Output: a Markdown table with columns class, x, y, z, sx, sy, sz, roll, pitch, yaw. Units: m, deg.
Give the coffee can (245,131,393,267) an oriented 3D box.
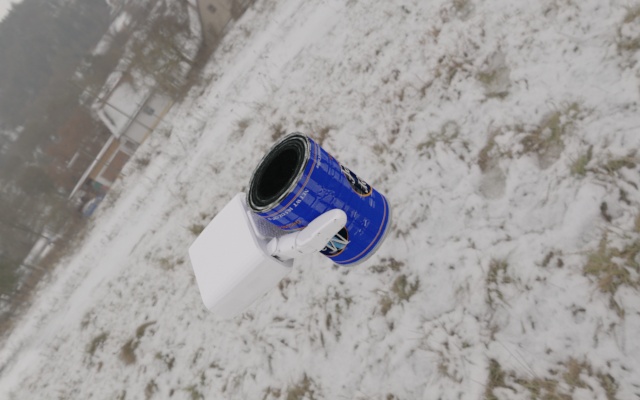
| class | x | y | z | sx | sy | sz | roll | pitch | yaw |
| --- | --- | --- | --- | --- | --- | --- | --- | --- | --- |
| coffee can | 0.000 | 0.002 | 0.552 | 0.140 | 0.102 | 0.103 | 35 | -20 | -32 |
